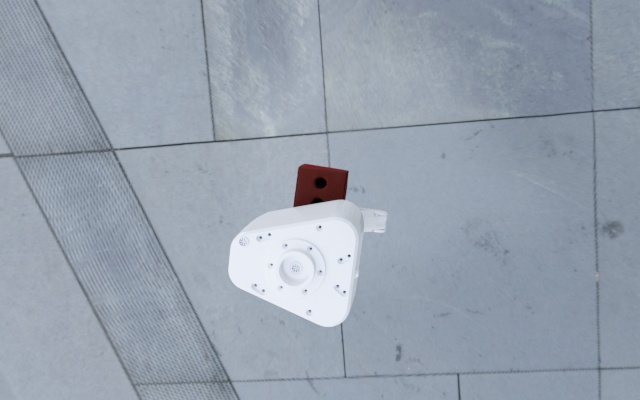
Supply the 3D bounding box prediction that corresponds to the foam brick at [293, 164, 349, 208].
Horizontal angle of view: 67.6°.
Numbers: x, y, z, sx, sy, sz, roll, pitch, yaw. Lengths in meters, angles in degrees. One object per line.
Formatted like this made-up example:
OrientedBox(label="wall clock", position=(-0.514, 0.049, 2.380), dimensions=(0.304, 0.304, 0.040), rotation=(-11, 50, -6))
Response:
OrientedBox(label="foam brick", position=(0.000, 0.001, 0.522), dimensions=(0.053, 0.078, 0.051), rotation=(7, 6, 6))
